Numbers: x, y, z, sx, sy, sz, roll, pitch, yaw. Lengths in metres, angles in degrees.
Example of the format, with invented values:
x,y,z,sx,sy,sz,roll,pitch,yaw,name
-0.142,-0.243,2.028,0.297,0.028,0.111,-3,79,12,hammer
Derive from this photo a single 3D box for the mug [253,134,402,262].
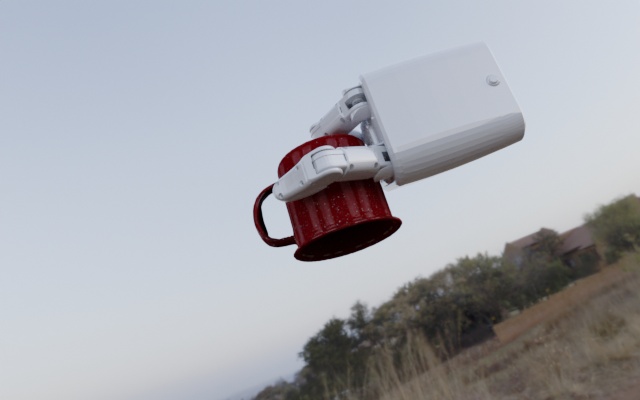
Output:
x,y,z,sx,sy,sz,roll,pitch,yaw,name
-0.001,0.002,0.404,0.117,0.081,0.093,-17,-20,-1,mug
